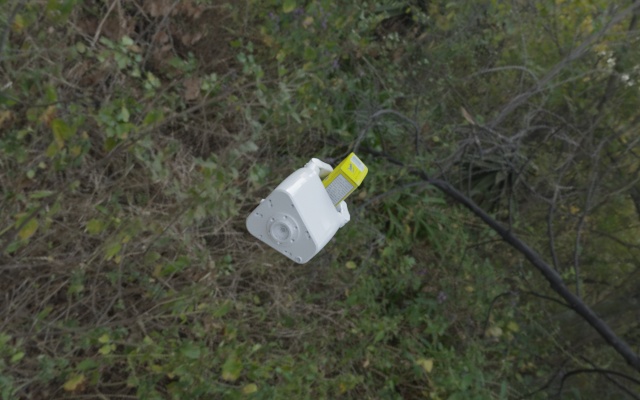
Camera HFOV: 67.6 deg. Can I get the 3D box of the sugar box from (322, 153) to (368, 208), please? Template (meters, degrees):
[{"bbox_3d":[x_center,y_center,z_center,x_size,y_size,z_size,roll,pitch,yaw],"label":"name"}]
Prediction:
[{"bbox_3d":[0.000,0.002,0.804,0.176,0.048,0.093,-42,5,26],"label":"sugar box"}]
